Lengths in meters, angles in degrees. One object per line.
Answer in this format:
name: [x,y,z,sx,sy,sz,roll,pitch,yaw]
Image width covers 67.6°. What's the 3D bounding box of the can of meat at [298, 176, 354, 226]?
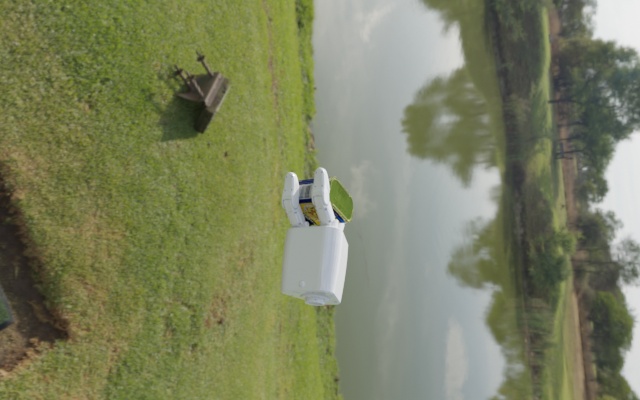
can of meat: [0.000,0.003,0.817,0.084,0.057,0.102,-5,-30,28]
